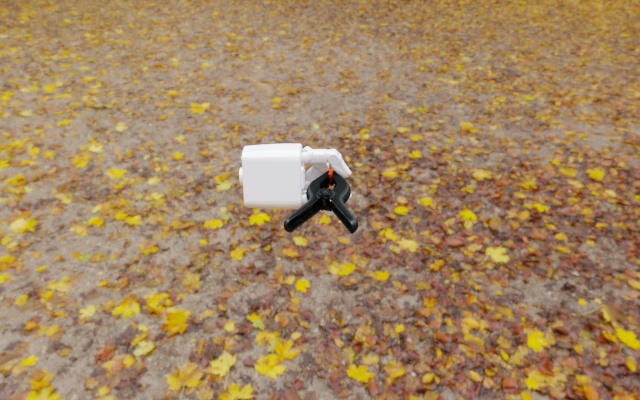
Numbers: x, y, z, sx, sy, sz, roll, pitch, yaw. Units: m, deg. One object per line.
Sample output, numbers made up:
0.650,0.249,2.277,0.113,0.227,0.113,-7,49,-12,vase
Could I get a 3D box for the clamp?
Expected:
0.000,0.002,0.821,0.120,0.039,0.171,0,32,0,clamp
